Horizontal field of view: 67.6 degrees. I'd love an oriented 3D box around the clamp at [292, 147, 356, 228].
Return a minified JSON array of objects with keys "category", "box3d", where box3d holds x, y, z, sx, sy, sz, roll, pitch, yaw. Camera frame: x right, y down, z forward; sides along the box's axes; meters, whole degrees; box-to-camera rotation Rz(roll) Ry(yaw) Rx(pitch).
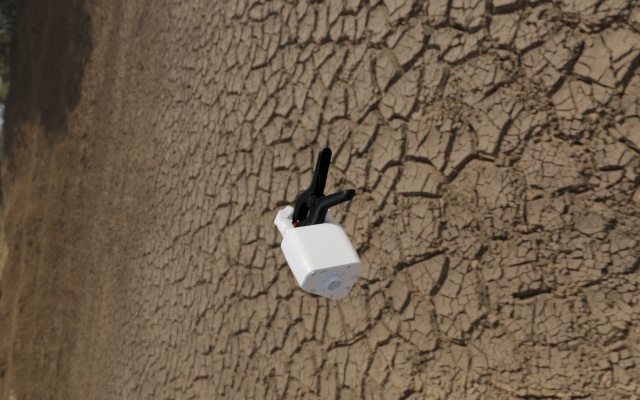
[{"category":"clamp","box3d":[0.000,0.003,0.866,0.039,0.171,0.120,7,33,-32]}]
